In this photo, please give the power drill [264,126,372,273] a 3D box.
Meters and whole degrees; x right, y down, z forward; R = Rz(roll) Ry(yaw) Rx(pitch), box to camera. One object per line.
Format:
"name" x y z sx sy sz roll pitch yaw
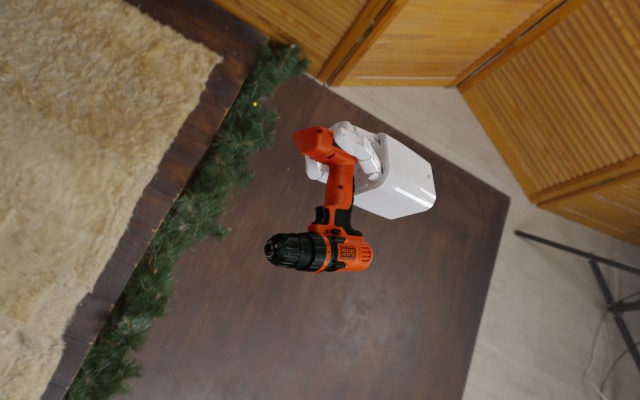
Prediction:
"power drill" 0.000 0.002 0.635 0.057 0.187 0.184 -6 -12 40
